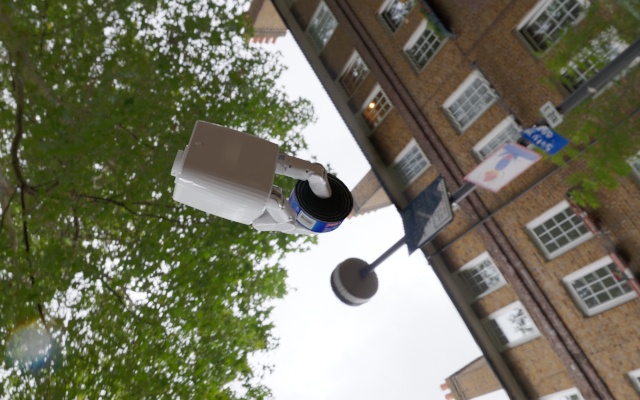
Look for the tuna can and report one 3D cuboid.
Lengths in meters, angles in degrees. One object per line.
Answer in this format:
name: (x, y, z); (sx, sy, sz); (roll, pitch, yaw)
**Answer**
tuna can: (0.000, 0.003, 0.664); (0.086, 0.086, 0.034); (0, -33, -24)
